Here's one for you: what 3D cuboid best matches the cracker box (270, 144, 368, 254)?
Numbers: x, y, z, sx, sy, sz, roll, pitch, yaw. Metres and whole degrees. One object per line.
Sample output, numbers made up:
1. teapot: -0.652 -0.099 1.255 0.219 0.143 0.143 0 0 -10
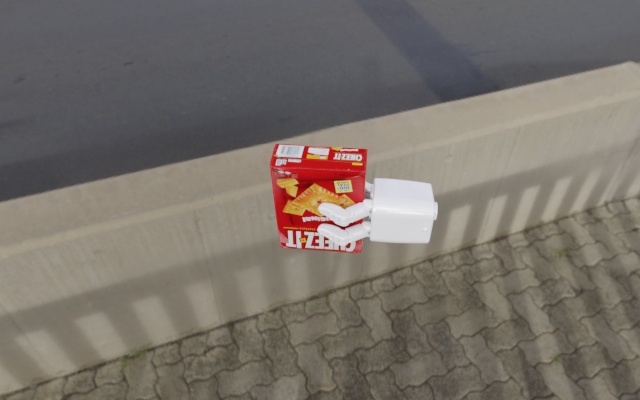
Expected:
1. cracker box: 0.000 0.003 0.875 0.164 0.214 0.072 4 44 6
